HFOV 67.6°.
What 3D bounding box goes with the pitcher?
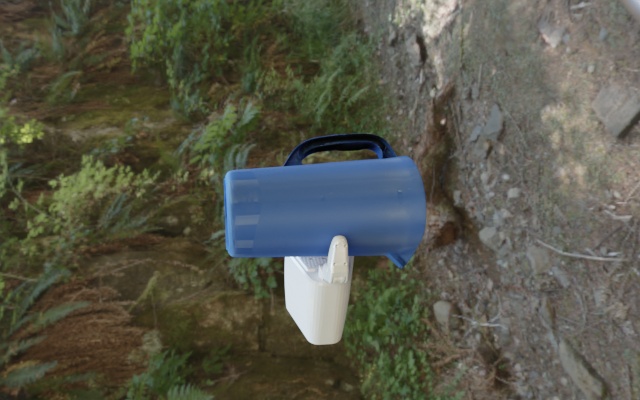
[{"bbox_3d":[0.000,0.002,0.615,0.243,0.145,0.149,-2,26,-12],"label":"pitcher"}]
